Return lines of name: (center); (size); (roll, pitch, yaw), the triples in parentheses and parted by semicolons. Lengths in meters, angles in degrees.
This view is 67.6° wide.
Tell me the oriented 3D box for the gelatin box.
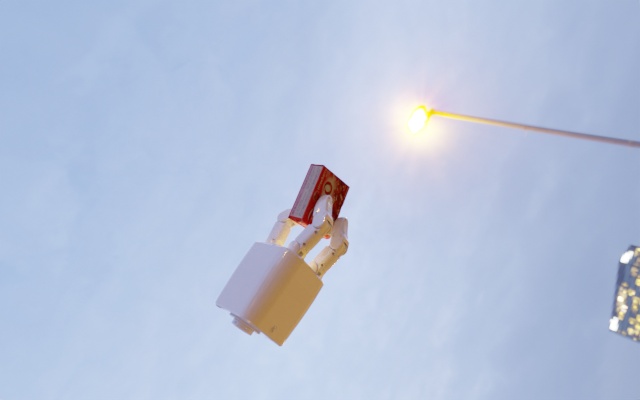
gelatin box: (0.000, 0.002, 0.695); (0.030, 0.089, 0.073); (11, -17, 40)
